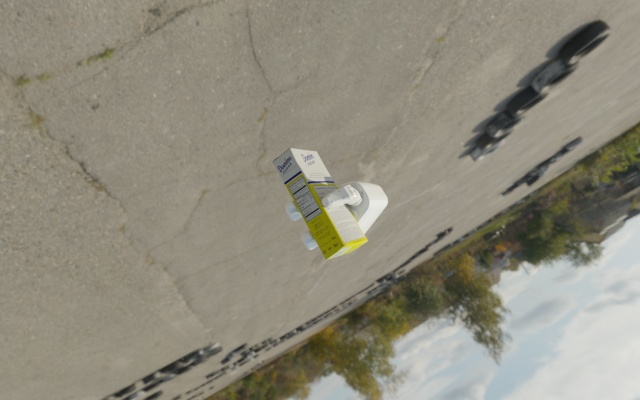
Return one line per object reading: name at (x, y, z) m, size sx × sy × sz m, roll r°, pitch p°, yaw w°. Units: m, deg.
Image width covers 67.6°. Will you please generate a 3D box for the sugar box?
sugar box at (0.000, 0.003, 0.757) m, size 0.048 × 0.176 × 0.093 m, roll -37°, pitch -15°, yaw 23°
